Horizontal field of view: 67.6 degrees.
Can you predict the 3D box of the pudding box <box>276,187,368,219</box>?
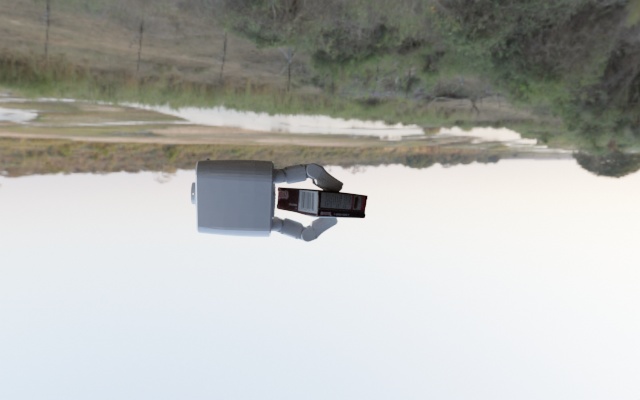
[{"bbox_3d":[0.000,0.002,0.709,0.090,0.039,0.113,3,4,-35],"label":"pudding box"}]
